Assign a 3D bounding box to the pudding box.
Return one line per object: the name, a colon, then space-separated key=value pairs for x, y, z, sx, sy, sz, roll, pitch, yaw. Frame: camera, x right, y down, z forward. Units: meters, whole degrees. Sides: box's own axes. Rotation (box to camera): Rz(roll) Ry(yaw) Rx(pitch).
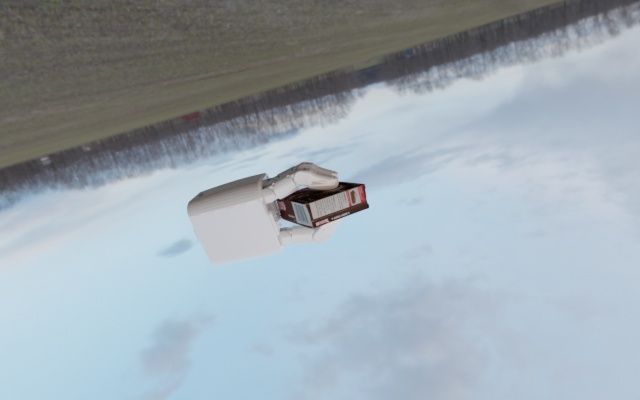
pudding box: x=0.000 y=0.002 z=0.659 sx=0.090 sy=0.039 sz=0.113 roll=-20 pitch=15 yaw=-23
